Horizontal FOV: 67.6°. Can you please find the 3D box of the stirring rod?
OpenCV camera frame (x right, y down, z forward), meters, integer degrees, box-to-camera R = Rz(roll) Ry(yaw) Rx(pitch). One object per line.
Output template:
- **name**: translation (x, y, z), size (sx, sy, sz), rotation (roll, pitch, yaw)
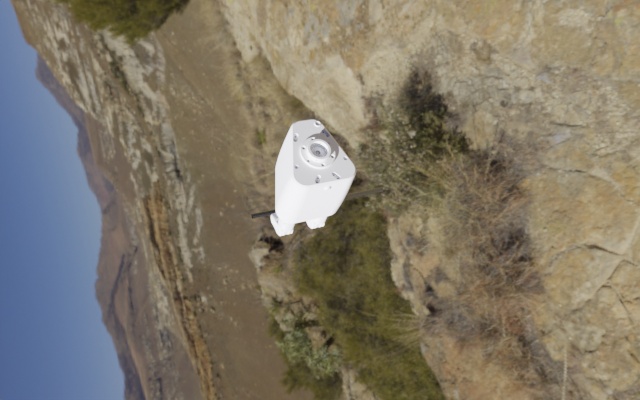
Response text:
- **stirring rod**: translation (0.000, 0.003, 0.810), size (0.239, 0.011, 0.011), rotation (-12, 4, -21)
